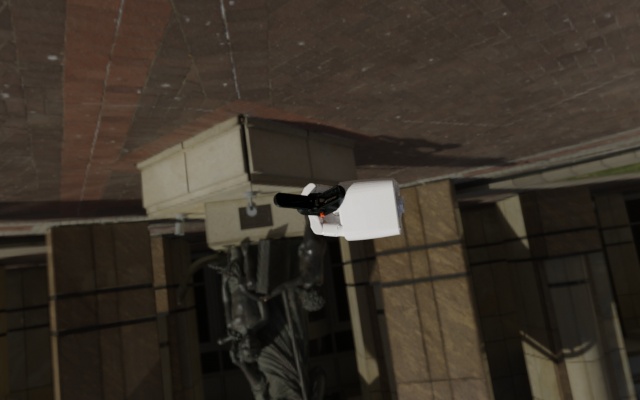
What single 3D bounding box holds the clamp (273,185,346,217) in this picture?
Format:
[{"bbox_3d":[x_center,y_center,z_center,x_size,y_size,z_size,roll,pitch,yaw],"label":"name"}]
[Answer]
[{"bbox_3d":[0.000,0.003,0.854,0.120,0.039,0.171,-3,-7,17],"label":"clamp"}]
